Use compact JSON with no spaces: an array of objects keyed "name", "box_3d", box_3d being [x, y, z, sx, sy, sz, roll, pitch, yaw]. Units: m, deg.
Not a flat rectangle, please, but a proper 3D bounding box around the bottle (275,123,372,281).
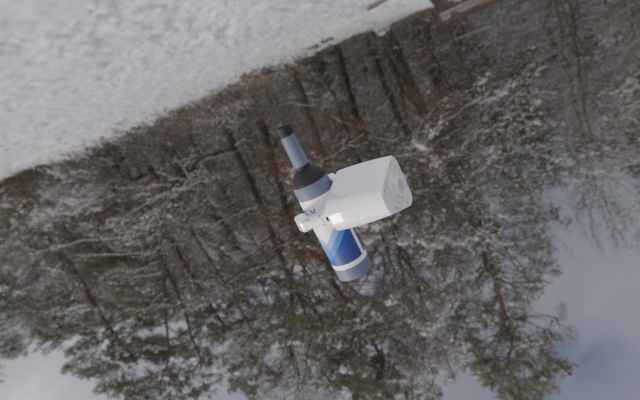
[{"name":"bottle","box_3d":[0.000,0.003,0.841,0.069,0.296,0.069,-25,15,7]}]
